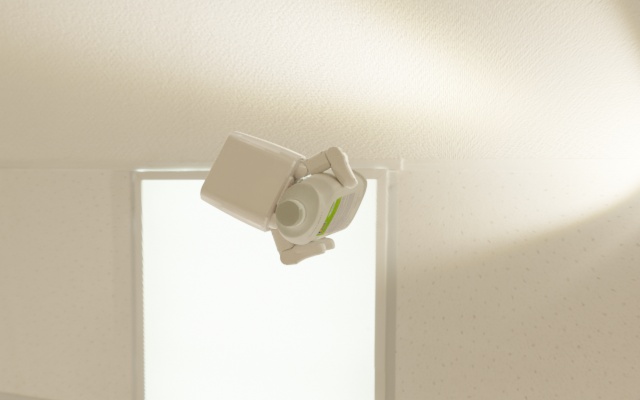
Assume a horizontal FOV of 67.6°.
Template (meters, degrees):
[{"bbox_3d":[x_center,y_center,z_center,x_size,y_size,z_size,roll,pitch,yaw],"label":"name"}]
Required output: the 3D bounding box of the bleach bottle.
[{"bbox_3d":[0.000,0.002,0.638,0.068,0.102,0.251,24,8,13],"label":"bleach bottle"}]
